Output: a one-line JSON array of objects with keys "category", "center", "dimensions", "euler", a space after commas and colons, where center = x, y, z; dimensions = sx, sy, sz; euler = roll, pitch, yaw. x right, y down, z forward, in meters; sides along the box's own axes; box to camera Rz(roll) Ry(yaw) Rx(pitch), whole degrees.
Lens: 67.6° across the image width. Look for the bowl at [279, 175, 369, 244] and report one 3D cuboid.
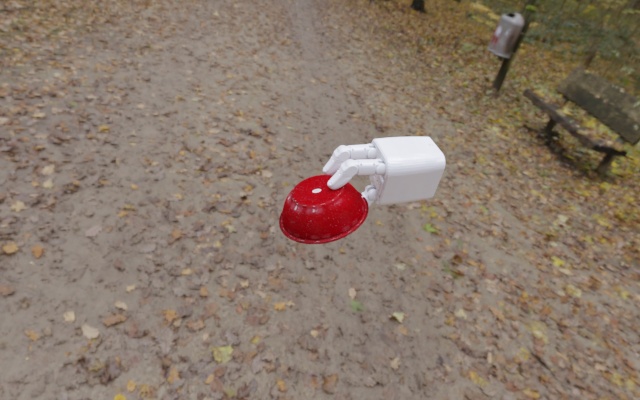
[{"category": "bowl", "center": [-0.001, 0.003, 0.826], "dimensions": [0.162, 0.055, 0.162], "euler": [-10, 35, 7]}]
